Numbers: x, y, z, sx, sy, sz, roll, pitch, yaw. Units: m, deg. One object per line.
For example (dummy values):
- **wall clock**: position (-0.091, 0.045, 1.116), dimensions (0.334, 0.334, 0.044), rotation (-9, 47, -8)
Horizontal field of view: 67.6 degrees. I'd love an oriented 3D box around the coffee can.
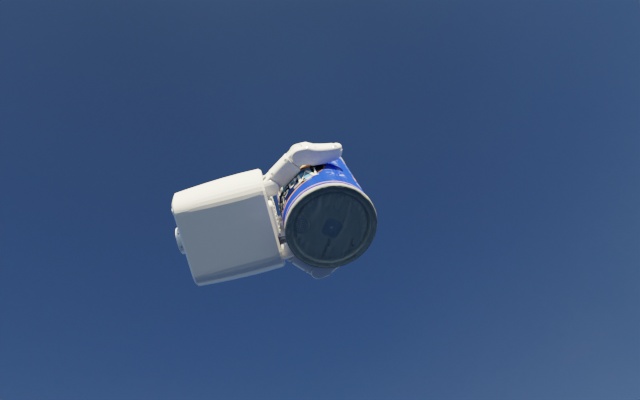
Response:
- **coffee can**: position (0.000, 0.002, 0.580), dimensions (0.103, 0.103, 0.140), rotation (0, 24, -11)
